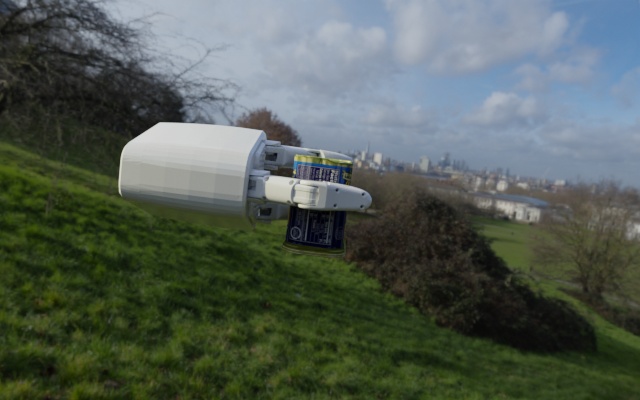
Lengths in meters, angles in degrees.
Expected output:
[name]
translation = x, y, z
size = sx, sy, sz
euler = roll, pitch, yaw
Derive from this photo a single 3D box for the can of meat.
[can of meat]
translation = 0.000, 0.001, 0.450
size = 0.057, 0.084, 0.102
euler = 7, 5, 3
